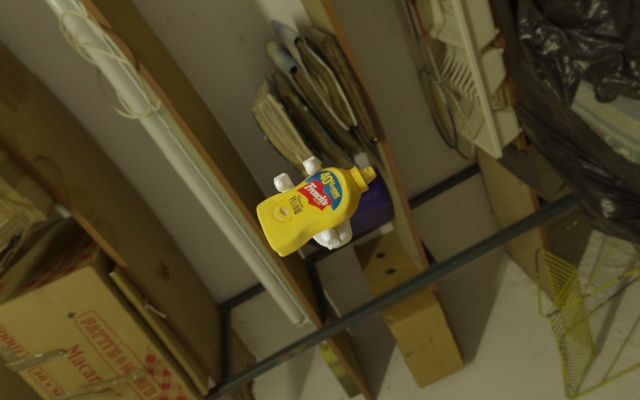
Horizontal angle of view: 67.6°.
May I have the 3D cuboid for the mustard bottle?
[{"bbox_3d":[0.000,0.002,0.743,0.191,0.096,0.058,-29,-38,4],"label":"mustard bottle"}]
